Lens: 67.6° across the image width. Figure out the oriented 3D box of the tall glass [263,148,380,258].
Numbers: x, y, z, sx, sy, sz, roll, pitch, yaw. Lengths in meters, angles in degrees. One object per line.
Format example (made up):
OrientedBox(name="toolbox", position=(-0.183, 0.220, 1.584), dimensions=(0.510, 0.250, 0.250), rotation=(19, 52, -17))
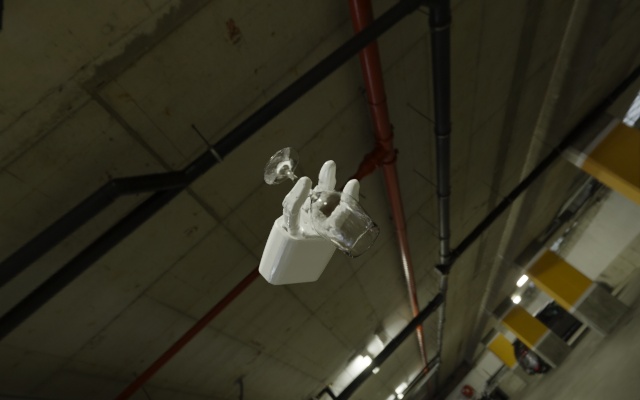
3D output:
OrientedBox(name="tall glass", position=(0.000, 0.002, 0.748), dimensions=(0.201, 0.079, 0.079), rotation=(42, 22, 28))
